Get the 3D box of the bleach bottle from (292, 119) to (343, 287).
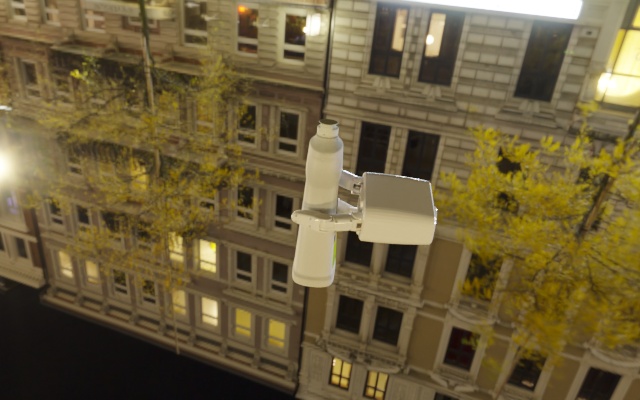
[{"bbox_3d":[0.000,0.002,0.735,0.068,0.251,0.102,6,26,1],"label":"bleach bottle"}]
